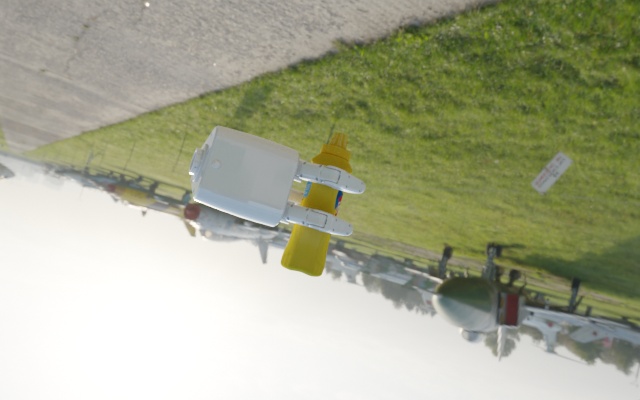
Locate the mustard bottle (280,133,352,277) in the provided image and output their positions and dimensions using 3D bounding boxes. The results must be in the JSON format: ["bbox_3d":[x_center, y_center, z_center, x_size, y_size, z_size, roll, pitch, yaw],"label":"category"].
[{"bbox_3d":[0.000,0.002,0.636,0.058,0.191,0.096,16,-5,2],"label":"mustard bottle"}]
